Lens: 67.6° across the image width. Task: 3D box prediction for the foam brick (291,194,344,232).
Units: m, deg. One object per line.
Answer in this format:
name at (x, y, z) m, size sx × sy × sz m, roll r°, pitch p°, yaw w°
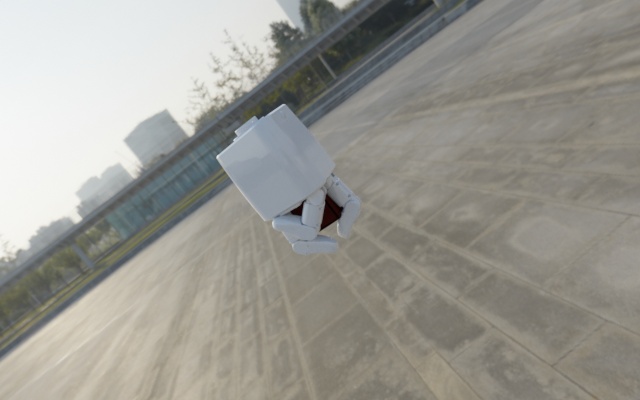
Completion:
foam brick at (0.000, 0.002, 0.660) m, size 0.053 × 0.051 × 0.078 m, roll -35°, pitch 11°, yaw 24°
